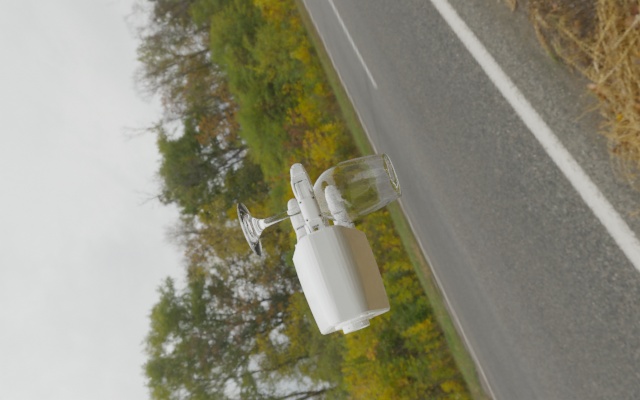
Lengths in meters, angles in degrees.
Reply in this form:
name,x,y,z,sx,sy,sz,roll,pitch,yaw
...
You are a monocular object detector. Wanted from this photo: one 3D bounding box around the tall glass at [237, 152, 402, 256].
name,x,y,z,sx,sy,sz,roll,pitch,yaw
tall glass,-0.001,0.002,0.617,0.201,0.079,0.079,-21,-1,3
